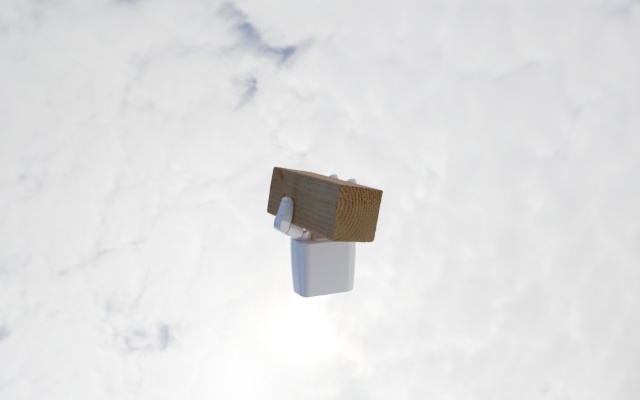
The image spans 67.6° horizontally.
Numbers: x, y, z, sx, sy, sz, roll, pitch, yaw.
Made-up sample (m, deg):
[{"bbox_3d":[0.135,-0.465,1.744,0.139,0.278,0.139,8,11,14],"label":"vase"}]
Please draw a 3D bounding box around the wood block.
[{"bbox_3d":[0.000,0.003,0.823,0.091,0.090,0.206,5,8,-36],"label":"wood block"}]
